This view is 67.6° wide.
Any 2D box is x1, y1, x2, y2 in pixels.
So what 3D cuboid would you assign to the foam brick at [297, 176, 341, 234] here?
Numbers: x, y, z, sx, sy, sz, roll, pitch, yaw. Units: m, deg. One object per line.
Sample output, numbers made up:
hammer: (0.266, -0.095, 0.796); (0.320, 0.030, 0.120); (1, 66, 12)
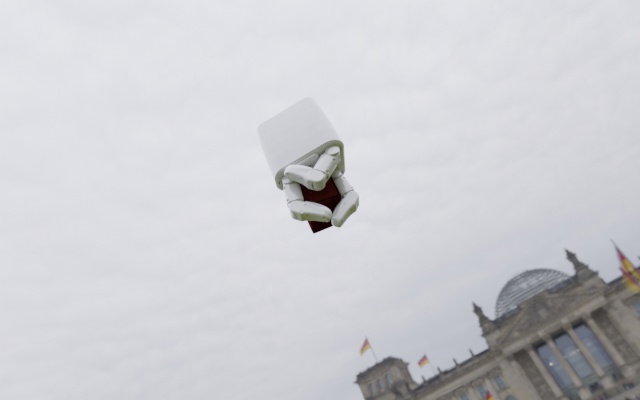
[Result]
foam brick: (0.000, 0.003, 0.720); (0.053, 0.051, 0.078); (-21, -34, -9)
